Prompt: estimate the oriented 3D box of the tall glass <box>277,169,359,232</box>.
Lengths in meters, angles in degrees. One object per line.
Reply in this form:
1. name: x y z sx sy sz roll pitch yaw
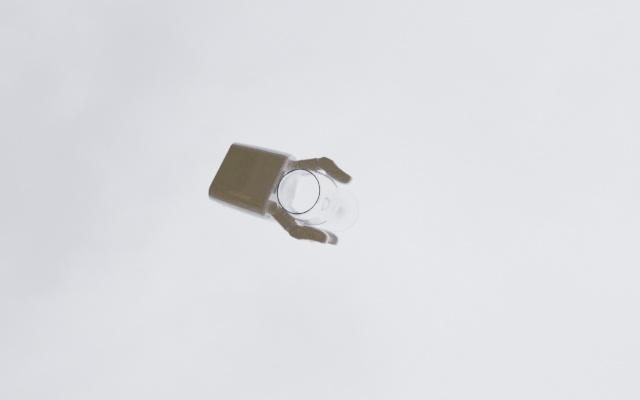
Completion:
1. tall glass: 0.000 0.002 0.724 0.079 0.079 0.201 0 -8 17
